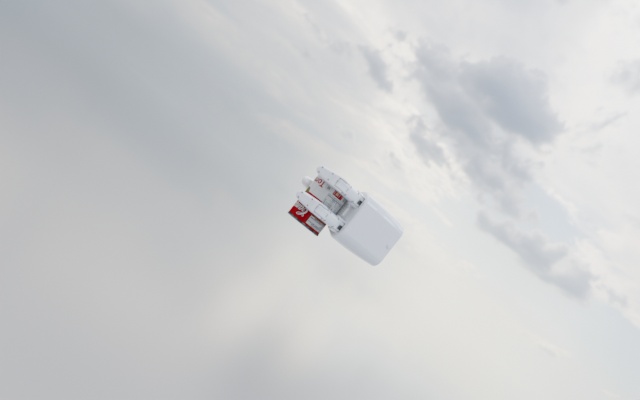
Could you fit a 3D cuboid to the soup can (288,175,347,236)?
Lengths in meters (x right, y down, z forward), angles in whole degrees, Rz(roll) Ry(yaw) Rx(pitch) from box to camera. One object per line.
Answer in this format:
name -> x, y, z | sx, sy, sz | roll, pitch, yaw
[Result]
soup can -> 0.000, 0.002, 0.836 | 0.068, 0.102, 0.068 | 39, -2, 1
